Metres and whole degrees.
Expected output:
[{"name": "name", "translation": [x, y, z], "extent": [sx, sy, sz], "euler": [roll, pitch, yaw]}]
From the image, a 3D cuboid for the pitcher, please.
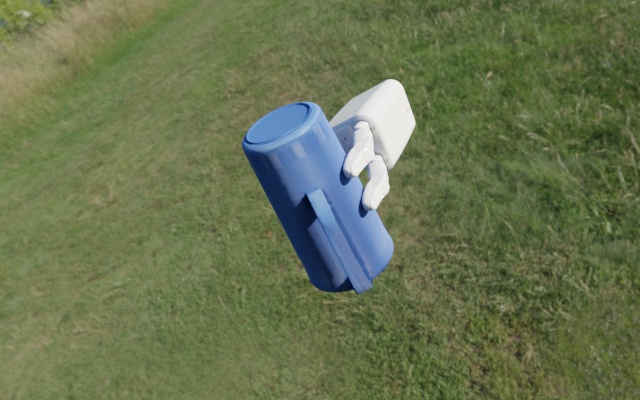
[{"name": "pitcher", "translation": [0.000, 0.002, 0.629], "extent": [0.149, 0.243, 0.145], "euler": [2, 42, 40]}]
